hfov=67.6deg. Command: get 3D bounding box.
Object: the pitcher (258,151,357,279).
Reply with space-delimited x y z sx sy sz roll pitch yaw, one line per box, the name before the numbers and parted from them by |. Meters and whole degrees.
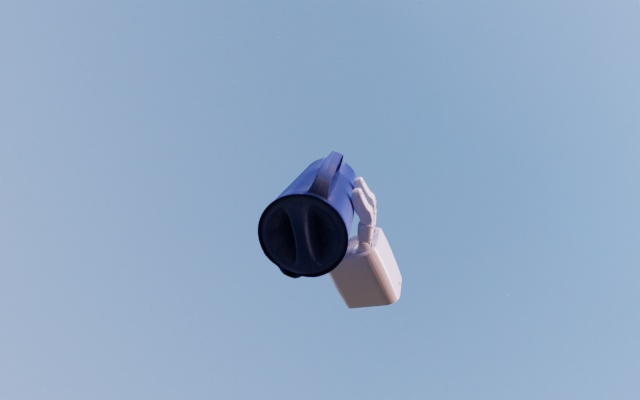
pitcher | 0.000 0.003 0.780 0.149 0.145 0.242 -23 15 20
